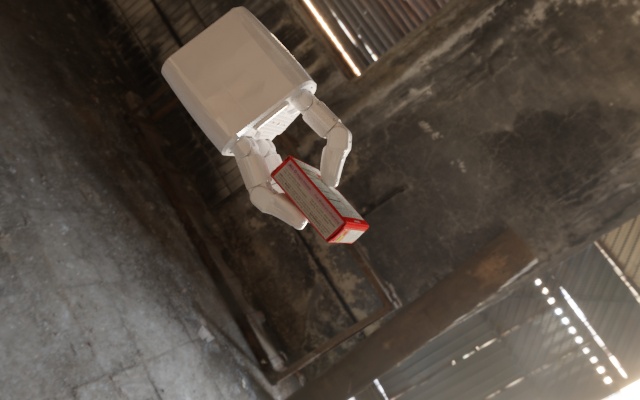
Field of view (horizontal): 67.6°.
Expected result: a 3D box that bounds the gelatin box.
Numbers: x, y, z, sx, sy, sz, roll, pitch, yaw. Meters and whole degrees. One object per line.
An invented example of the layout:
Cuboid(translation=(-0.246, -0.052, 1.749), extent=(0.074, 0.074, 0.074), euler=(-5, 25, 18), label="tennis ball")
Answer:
Cuboid(translation=(0.001, 0.001, 0.466), extent=(0.030, 0.089, 0.073), euler=(-45, -19, 11), label="gelatin box")
